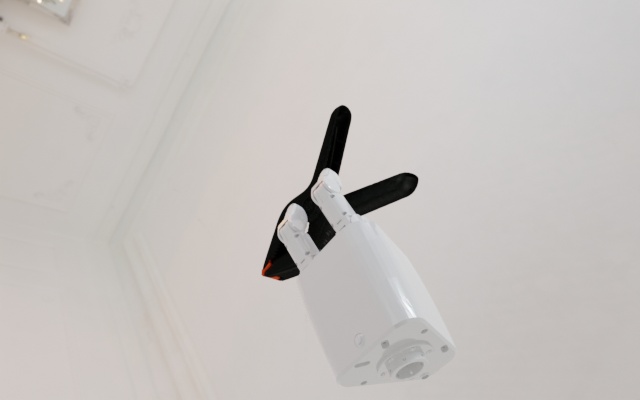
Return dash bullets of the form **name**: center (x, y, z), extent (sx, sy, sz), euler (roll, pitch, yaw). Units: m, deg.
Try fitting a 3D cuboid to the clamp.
- **clamp**: center (0.000, 0.003, 0.529), extent (0.036, 0.210, 0.164), euler (24, 28, -37)
